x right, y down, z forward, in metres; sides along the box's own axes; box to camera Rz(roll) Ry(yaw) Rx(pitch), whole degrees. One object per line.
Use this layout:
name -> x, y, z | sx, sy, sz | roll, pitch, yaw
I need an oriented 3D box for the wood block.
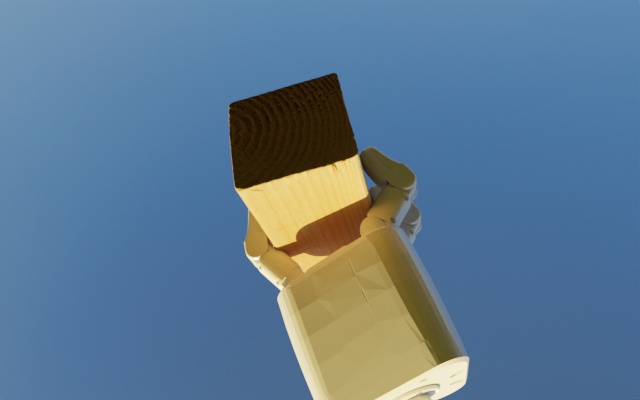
wood block -> 0.000, 0.002, 0.429 | 0.091, 0.090, 0.206 | -15, -35, 5
